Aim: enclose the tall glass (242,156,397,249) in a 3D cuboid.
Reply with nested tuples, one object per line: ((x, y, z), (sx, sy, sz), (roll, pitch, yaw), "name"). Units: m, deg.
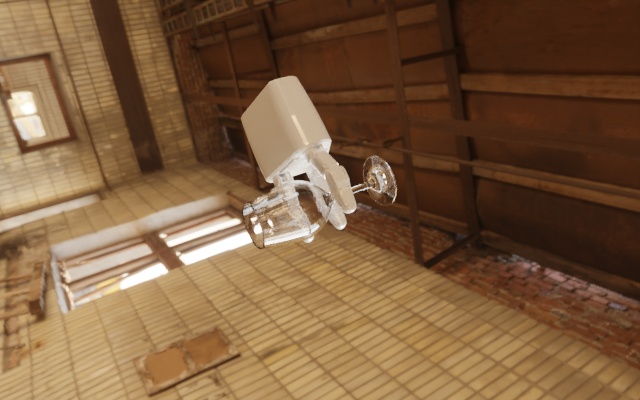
((0.001, 0.002, 0.636), (0.201, 0.079, 0.079), (-20, 9, -26), "tall glass")
